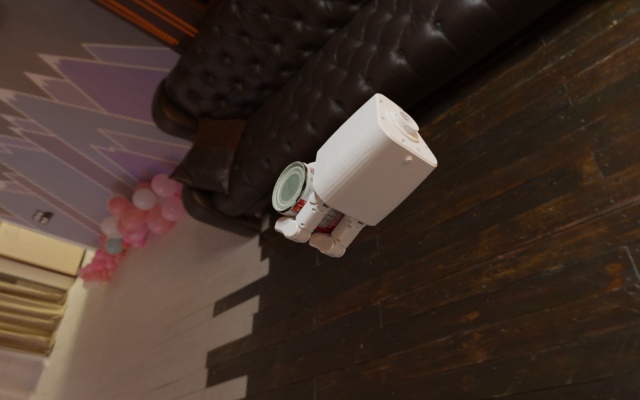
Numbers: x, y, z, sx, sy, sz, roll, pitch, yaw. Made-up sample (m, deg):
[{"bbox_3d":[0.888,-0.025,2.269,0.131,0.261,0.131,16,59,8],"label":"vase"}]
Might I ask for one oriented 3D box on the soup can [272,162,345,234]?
[{"bbox_3d":[0.000,0.002,0.594,0.102,0.068,0.068,26,-15,-32],"label":"soup can"}]
